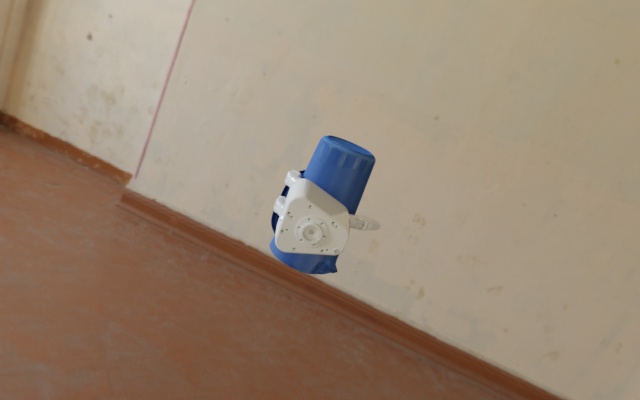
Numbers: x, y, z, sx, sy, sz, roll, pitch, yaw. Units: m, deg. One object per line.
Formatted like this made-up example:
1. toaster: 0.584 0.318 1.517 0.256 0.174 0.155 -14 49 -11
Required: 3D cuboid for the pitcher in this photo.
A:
1. pitcher: 0.000 0.003 0.895 0.149 0.243 0.145 22 15 -6
